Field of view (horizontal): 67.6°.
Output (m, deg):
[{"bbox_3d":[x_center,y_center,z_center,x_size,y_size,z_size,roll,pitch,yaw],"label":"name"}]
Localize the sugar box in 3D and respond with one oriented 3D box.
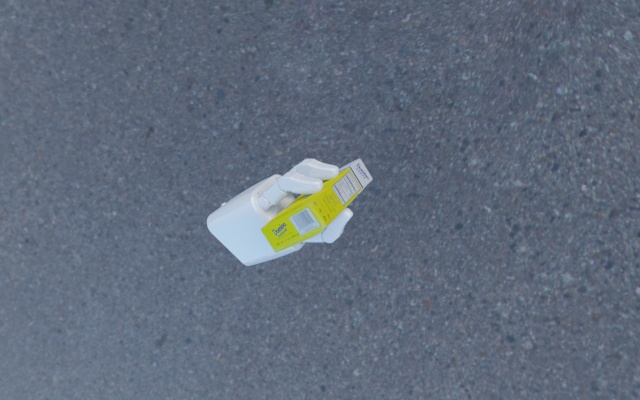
[{"bbox_3d":[0.000,0.002,0.676,0.093,0.048,0.176,-27,11,33],"label":"sugar box"}]
